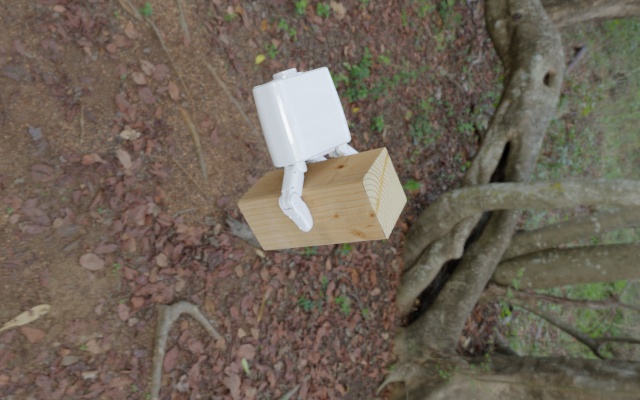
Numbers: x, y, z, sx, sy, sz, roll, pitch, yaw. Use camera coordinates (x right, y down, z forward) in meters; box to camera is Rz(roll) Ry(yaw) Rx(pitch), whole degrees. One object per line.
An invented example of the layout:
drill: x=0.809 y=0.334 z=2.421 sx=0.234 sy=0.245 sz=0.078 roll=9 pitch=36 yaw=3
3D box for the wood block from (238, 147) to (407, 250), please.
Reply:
wood block: x=0.000 y=0.002 z=0.669 sx=0.206 sy=0.090 sz=0.090 roll=-9 pitch=29 yaw=34
